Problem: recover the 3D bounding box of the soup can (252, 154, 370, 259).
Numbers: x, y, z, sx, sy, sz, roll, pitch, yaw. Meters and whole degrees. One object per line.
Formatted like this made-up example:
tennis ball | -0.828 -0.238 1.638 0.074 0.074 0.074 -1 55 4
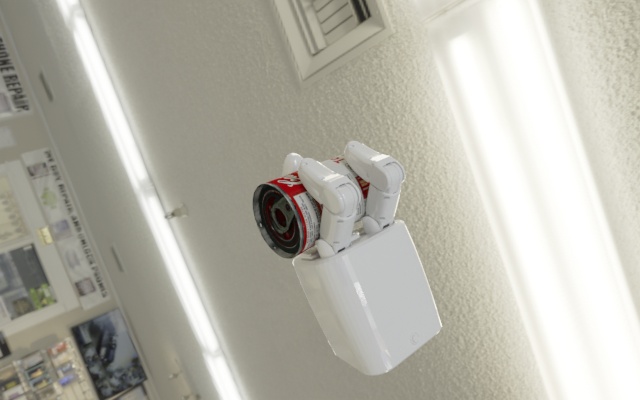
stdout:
soup can | 0.000 0.001 0.431 0.102 0.068 0.068 -24 14 -35
